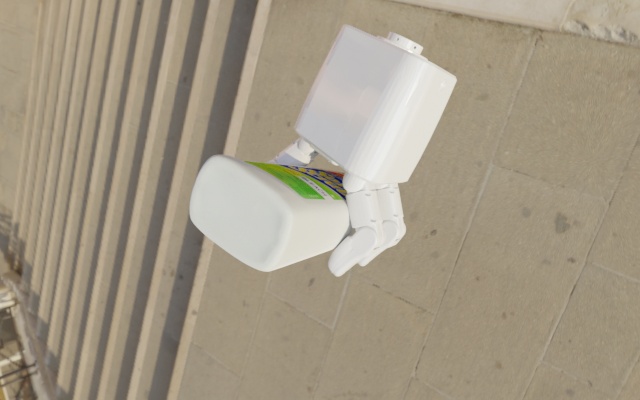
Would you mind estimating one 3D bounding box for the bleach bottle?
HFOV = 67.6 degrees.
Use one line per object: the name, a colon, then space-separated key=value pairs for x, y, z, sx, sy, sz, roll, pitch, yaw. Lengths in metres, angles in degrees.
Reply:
bleach bottle: x=0.000 y=0.002 z=0.465 sx=0.102 sy=0.068 sz=0.251 roll=32 pitch=19 yaw=24
